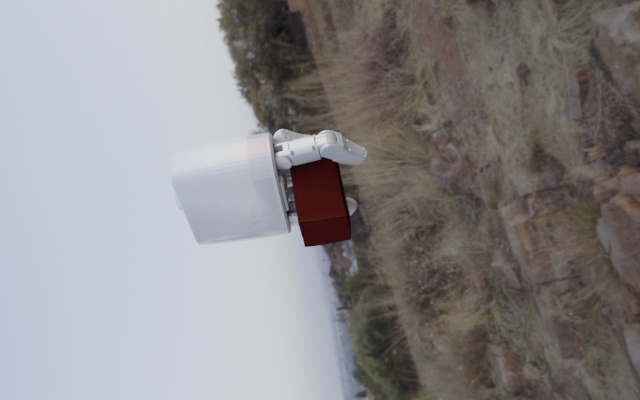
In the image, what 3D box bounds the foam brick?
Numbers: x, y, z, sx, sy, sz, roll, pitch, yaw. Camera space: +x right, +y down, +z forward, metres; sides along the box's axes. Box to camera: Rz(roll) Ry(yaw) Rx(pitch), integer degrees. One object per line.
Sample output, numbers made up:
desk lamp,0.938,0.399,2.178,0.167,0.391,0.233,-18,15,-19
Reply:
foam brick,0.000,0.002,0.503,0.051,0.078,0.053,-10,-33,-1
